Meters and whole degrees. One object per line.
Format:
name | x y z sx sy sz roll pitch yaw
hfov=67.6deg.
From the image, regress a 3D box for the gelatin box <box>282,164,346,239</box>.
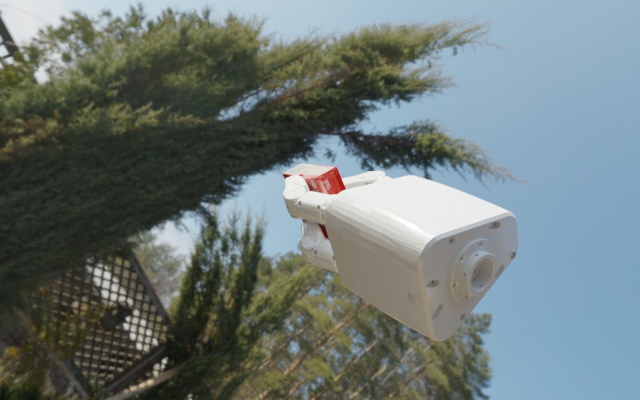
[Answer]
gelatin box | 0.000 0.001 0.497 0.030 0.073 0.089 -29 18 -20
